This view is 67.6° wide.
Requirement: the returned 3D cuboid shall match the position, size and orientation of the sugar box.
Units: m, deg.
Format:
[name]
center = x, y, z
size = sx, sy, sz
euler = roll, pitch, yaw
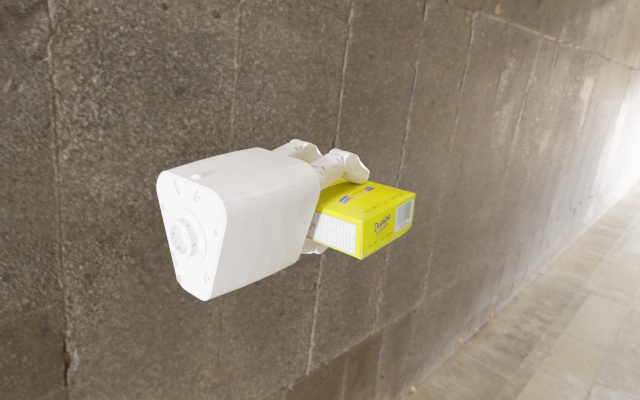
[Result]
[sugar box]
center = 0.000, 0.001, 0.504
size = 0.176, 0.048, 0.093
euler = 20, 29, 36
